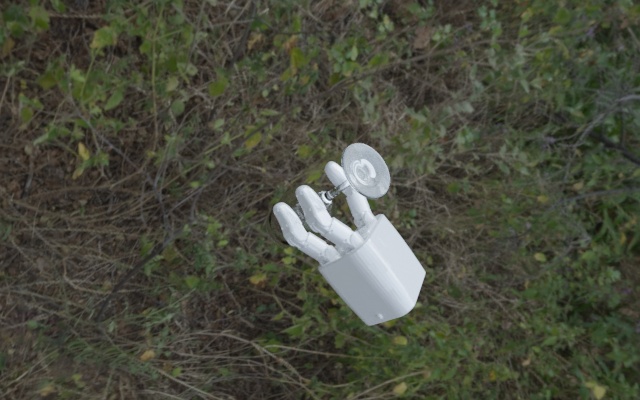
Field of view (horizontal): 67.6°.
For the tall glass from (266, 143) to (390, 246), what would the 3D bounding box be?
[{"bbox_3d":[0.000,0.002,0.645,0.079,0.079,0.201,0,-22,-37],"label":"tall glass"}]
